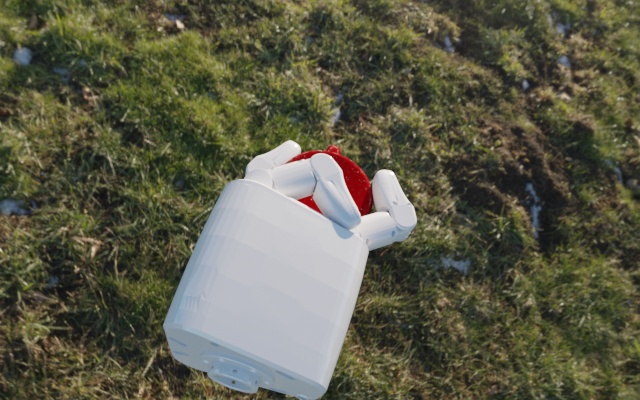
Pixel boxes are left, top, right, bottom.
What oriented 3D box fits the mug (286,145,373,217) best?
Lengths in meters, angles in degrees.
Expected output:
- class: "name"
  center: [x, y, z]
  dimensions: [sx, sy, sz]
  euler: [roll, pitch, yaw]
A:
- class: "mug"
  center: [0.001, 0.000, 0.422]
  dimensions: [0.093, 0.117, 0.081]
  euler: [18, -34, -1]
